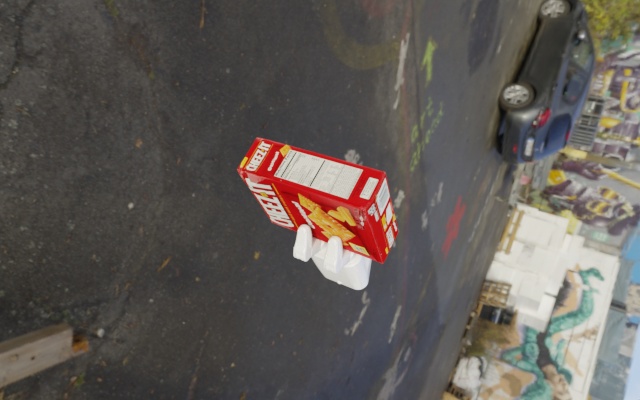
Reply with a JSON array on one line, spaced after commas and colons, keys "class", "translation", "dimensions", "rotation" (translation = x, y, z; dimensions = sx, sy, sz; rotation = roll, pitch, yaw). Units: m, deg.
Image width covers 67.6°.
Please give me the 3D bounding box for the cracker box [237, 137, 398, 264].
[{"class": "cracker box", "translation": [0.000, 0.002, 0.721], "dimensions": [0.213, 0.072, 0.164], "rotation": [17, -26, 25]}]
